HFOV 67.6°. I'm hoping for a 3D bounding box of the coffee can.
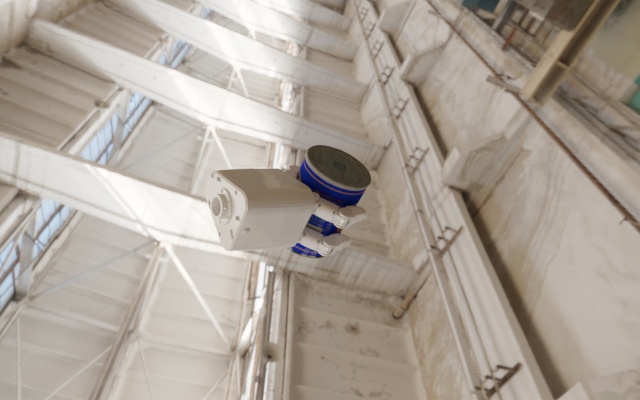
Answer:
[{"bbox_3d":[0.000,0.002,0.723,0.103,0.140,0.102,20,31,-13],"label":"coffee can"}]
